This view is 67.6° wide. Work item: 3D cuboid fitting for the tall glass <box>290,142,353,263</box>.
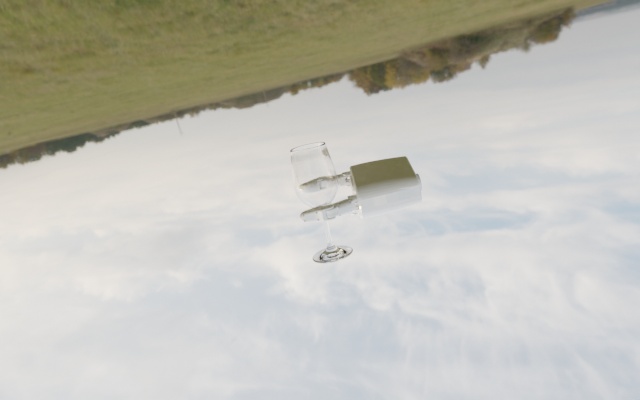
[{"bbox_3d":[0.000,0.003,0.831,0.079,0.201,0.079,-13,14,3],"label":"tall glass"}]
